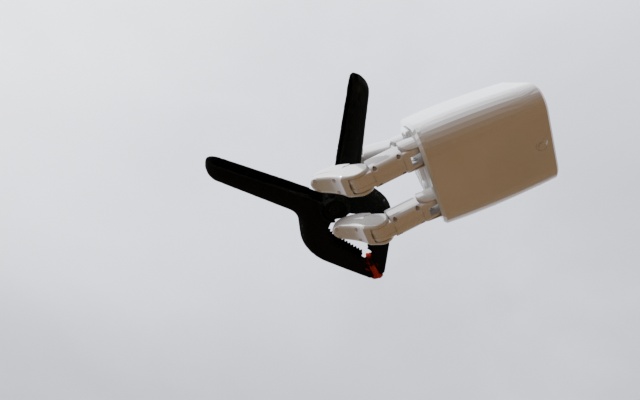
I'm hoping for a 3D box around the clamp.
[{"bbox_3d":[0.000,0.001,0.469,0.164,0.210,0.036,-22,29,8],"label":"clamp"}]
